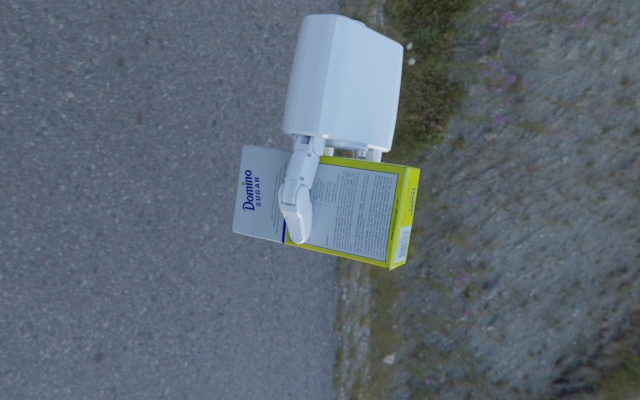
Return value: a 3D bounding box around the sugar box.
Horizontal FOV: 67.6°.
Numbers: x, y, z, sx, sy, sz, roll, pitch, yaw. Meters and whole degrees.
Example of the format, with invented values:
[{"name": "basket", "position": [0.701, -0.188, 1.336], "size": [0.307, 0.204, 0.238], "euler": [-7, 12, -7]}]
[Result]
[{"name": "sugar box", "position": [0.000, 0.001, 0.465], "size": [0.176, 0.093, 0.048], "euler": [11, 6, 29]}]
